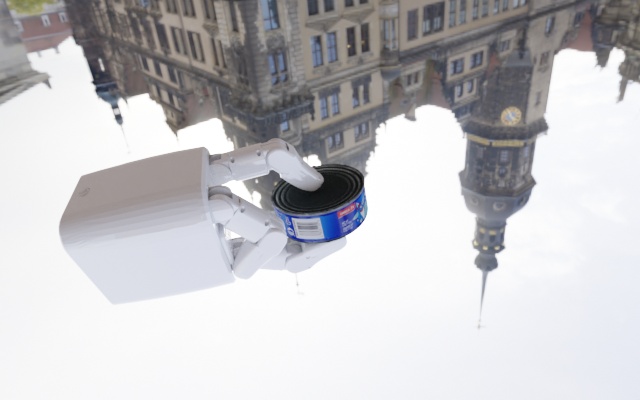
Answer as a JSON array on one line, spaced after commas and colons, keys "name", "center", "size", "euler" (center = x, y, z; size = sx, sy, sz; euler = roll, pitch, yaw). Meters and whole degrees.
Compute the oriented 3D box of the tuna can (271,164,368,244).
[{"name": "tuna can", "center": [0.000, 0.002, 0.435], "size": [0.086, 0.034, 0.086], "euler": [-9, 31, 6]}]
